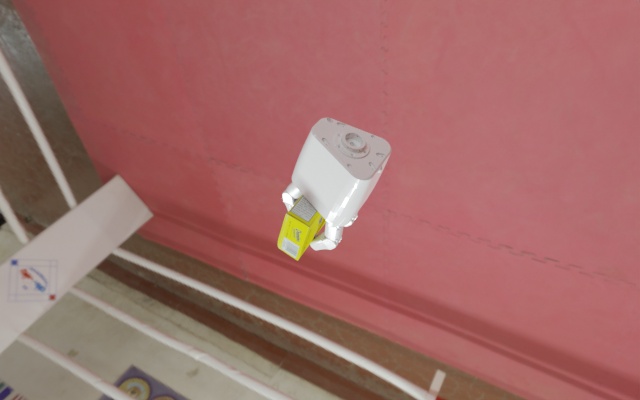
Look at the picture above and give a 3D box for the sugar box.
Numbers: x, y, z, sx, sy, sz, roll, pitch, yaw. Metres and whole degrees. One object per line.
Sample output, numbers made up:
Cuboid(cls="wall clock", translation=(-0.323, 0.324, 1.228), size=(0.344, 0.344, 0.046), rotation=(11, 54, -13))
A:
Cuboid(cls="sugar box", translation=(0.001, 0.003, 0.754), size=(0.048, 0.093, 0.176), rotation=(32, 51, 10))
